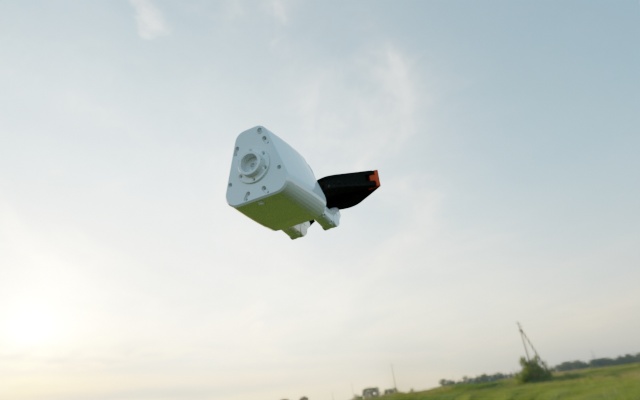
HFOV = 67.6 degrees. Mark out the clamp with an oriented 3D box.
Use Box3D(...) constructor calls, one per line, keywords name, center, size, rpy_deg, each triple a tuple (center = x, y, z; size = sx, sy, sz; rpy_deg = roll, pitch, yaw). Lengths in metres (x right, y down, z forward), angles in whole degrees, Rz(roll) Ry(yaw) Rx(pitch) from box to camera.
Box3D(name="clamp", center=(0.000, 0.001, 0.751), size=(0.210, 0.036, 0.165), rpy_deg=(-17, -24, 19))
